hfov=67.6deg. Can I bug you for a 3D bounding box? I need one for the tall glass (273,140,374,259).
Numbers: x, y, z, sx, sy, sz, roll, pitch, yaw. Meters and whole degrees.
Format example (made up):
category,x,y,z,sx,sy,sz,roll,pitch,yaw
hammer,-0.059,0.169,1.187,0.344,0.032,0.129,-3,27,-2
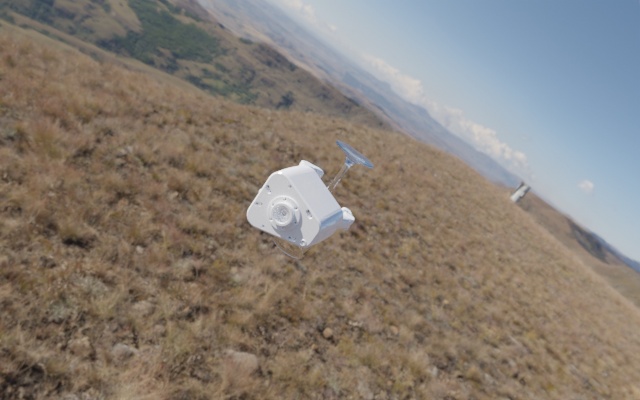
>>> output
category,x,y,z,sx,sy,sz,roll,pitch,yaw
tall glass,0.001,0.002,0.798,0.079,0.201,0.079,32,16,-11
